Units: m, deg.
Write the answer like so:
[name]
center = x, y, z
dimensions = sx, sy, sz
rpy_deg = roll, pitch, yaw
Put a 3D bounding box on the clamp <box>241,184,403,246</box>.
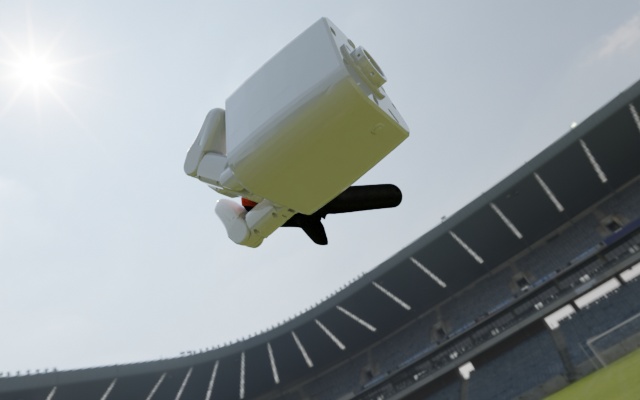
[clamp]
center = 0.000, 0.001, 0.461
dimensions = 0.120, 0.039, 0.171
rpy_deg = -33, -28, 23
